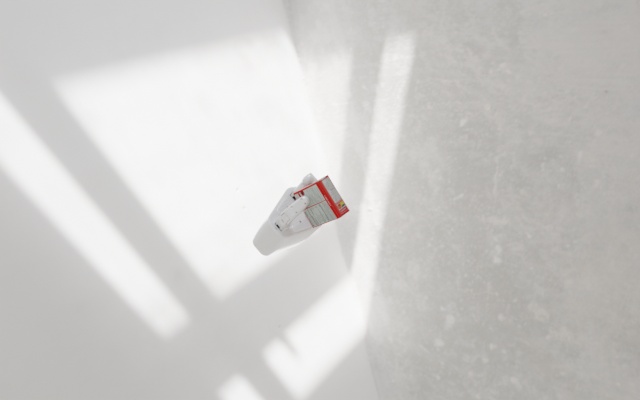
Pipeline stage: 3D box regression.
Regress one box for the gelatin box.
[{"bbox_3d":[0.000,0.003,0.834,0.030,0.073,0.089,-35,6,-35],"label":"gelatin box"}]
